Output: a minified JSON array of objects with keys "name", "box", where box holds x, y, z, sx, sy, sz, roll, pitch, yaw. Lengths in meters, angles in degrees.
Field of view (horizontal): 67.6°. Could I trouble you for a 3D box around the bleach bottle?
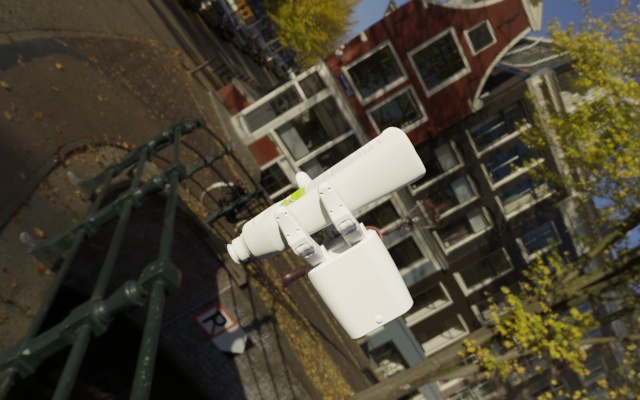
[{"name":"bleach bottle","box":[0.000,0.002,0.587,0.251,0.068,0.102,-30,8,6]}]
